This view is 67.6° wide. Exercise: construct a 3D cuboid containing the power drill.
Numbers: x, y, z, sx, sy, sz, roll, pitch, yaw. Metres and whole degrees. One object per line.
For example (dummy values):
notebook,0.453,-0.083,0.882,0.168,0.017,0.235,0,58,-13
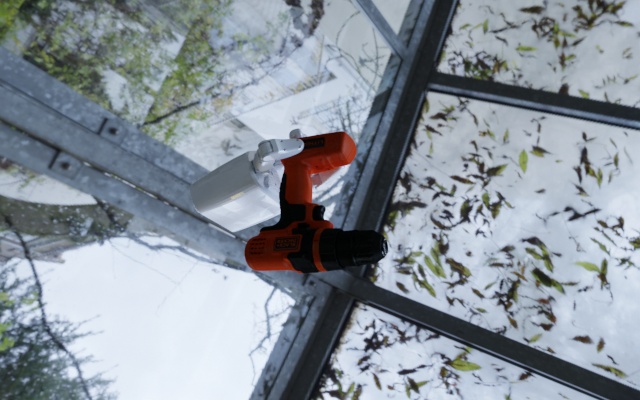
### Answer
power drill,0.000,0.002,0.611,0.184,0.187,0.057,-5,-33,22
